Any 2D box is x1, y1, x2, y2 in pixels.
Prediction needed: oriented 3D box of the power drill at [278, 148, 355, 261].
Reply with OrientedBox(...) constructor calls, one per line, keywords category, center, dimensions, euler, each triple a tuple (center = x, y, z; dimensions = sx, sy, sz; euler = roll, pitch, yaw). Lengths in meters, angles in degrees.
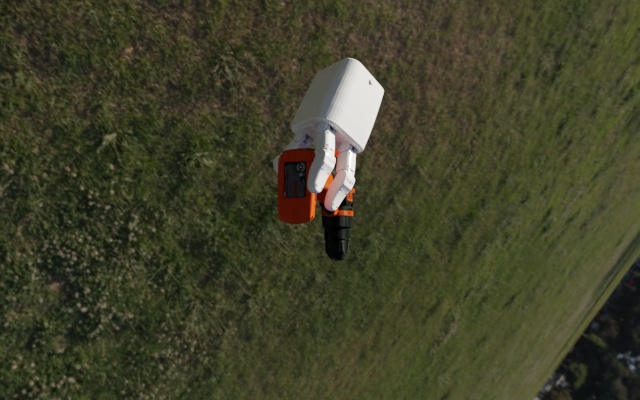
OrientedBox(category="power drill", center=(0.000, 0.002, 0.732), dimensions=(0.057, 0.184, 0.187), euler=(-3, -6, 22))
